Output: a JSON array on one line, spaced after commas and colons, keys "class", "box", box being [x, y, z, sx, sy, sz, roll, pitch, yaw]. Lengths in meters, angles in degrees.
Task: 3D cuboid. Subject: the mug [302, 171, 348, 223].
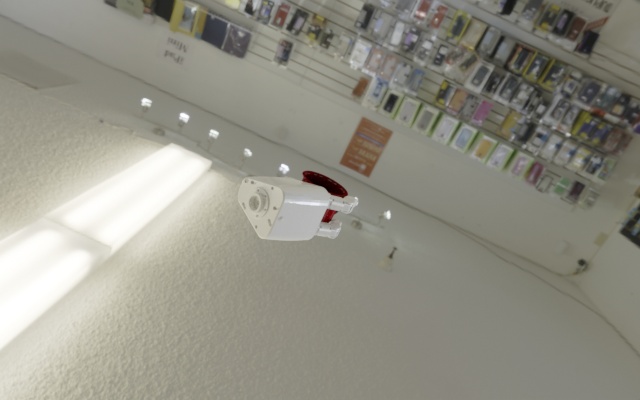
[{"class": "mug", "box": [0.001, 0.003, 0.899, 0.117, 0.081, 0.093, 6, 27, -48]}]
